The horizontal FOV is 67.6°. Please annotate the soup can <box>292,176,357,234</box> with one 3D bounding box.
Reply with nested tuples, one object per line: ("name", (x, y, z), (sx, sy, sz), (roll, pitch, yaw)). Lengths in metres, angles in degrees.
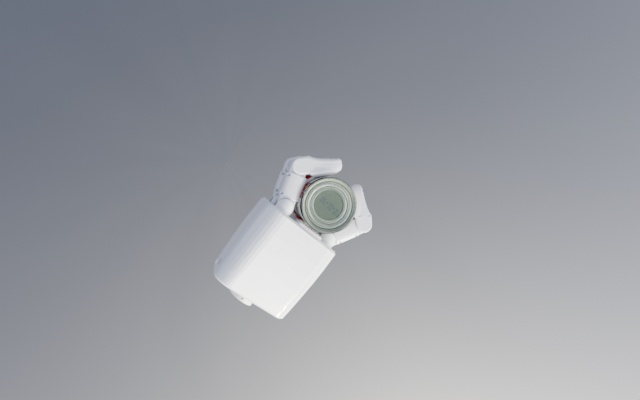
("soup can", (0.001, 0.002, 0.593), (0.068, 0.068, 0.102), (0, 4, -11))
